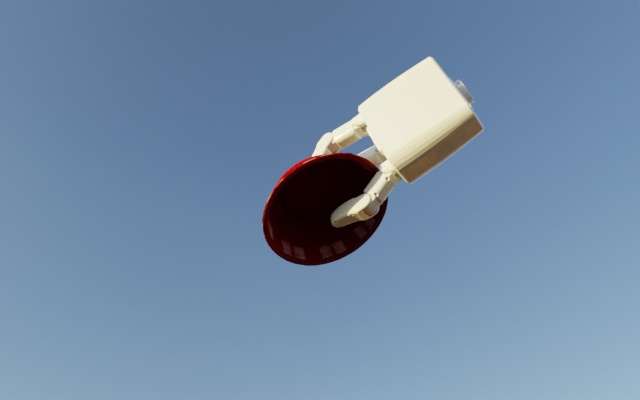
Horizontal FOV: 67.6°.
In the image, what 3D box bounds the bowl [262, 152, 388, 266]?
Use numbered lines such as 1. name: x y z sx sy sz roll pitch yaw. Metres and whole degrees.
1. bowl: -0.001 0.002 0.592 0.162 0.162 0.055 0 32 -25
